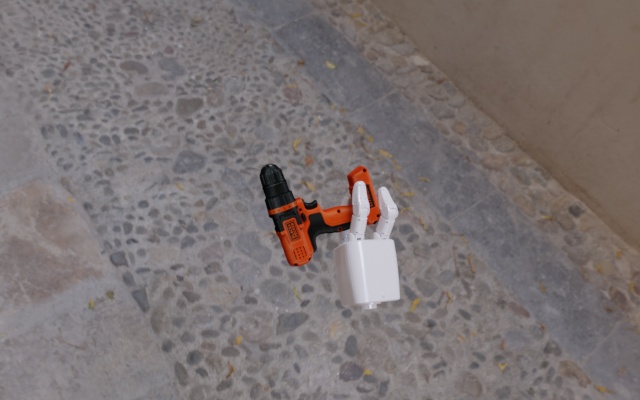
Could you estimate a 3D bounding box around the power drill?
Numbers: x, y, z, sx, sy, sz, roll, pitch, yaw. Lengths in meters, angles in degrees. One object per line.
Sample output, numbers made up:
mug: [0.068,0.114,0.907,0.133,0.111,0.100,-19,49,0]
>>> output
power drill: [0.001,0.003,0.837,0.187,0.184,0.057,-20,9,-11]
